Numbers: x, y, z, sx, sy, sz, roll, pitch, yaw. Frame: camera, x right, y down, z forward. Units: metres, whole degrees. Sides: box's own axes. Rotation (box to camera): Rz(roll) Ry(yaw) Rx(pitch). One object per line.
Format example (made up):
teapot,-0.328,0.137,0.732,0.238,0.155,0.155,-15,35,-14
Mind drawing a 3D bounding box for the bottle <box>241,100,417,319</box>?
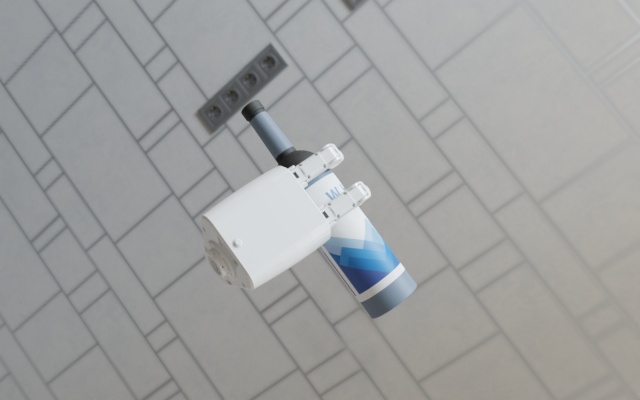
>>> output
bottle,0.000,0.002,0.576,0.069,0.295,0.069,-36,-5,-4
